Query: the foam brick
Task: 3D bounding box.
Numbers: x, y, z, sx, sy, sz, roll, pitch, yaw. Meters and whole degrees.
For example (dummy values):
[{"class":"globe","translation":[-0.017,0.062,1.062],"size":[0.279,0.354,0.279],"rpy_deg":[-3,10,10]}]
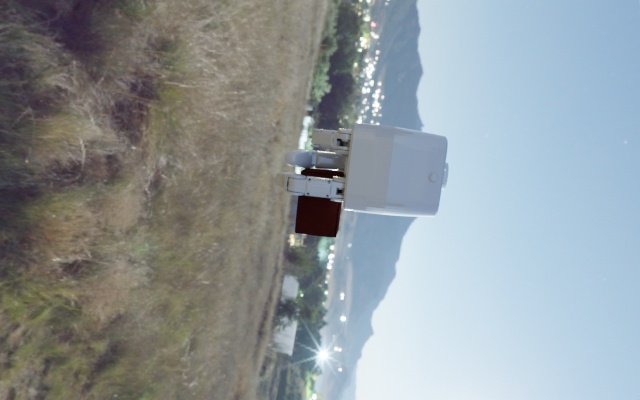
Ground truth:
[{"class":"foam brick","translation":[0.000,0.002,0.584],"size":[0.051,0.078,0.053],"rpy_deg":[7,8,4]}]
